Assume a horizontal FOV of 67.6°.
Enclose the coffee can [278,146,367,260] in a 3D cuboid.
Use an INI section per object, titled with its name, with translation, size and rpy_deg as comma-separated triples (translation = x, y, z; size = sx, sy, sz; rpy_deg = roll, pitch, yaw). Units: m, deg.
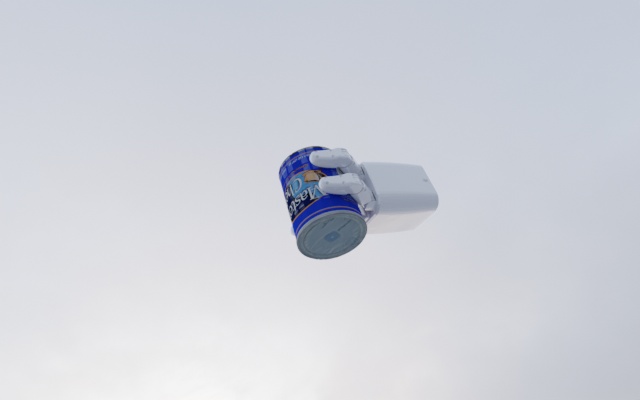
[coffee can]
translation = 0.000, 0.002, 0.714
size = 0.103, 0.140, 0.103
rpy_deg = -11, -41, -9
